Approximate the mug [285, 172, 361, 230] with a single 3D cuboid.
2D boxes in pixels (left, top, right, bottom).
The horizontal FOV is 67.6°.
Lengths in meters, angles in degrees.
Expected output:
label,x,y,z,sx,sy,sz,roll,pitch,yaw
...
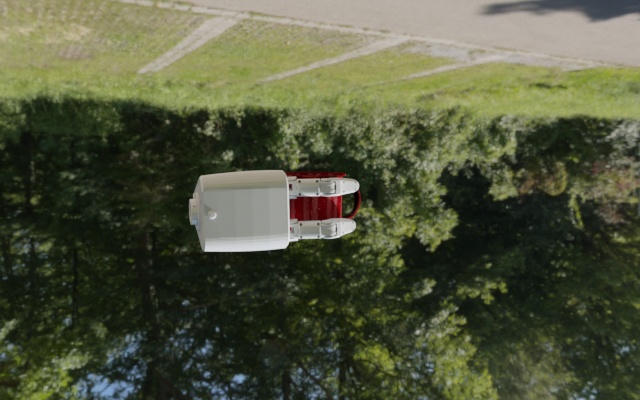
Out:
label,x,y,z,sx,sy,sz,roll,pitch,yaw
mug,0.001,0.002,0.671,0.117,0.081,0.093,-2,6,-19
